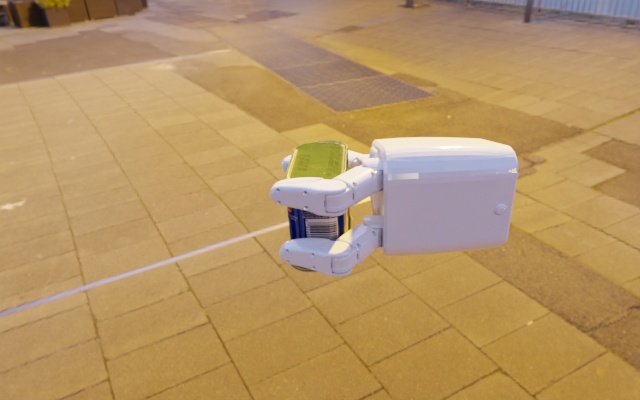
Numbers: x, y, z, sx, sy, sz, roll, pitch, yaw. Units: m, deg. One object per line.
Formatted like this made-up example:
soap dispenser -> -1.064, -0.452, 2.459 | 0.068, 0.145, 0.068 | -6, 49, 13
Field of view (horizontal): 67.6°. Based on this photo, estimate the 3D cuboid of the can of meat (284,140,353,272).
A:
can of meat -> 0.000, 0.001, 0.437 | 0.057, 0.084, 0.102 | -1, 29, 5
